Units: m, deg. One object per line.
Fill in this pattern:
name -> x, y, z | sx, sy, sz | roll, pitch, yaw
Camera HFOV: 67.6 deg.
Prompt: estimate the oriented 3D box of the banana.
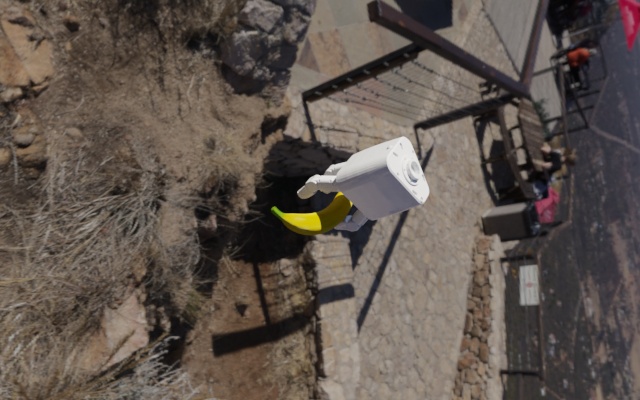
banana -> 0.005, 0.021, 0.840 | 0.198, 0.069, 0.037 | -16, -7, -46
